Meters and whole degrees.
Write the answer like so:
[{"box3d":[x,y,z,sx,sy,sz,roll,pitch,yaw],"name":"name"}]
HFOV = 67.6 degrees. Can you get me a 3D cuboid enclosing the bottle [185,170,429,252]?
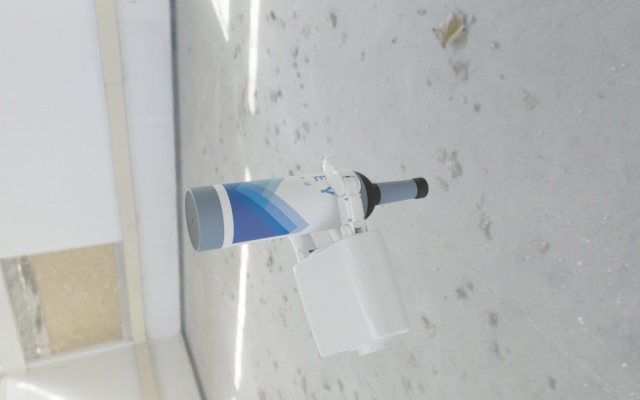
[{"box3d":[0.000,0.002,0.550,0.295,0.069,0.069,-8,3,-26],"name":"bottle"}]
